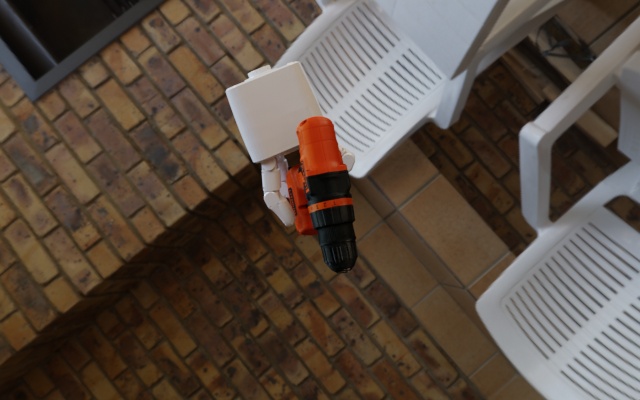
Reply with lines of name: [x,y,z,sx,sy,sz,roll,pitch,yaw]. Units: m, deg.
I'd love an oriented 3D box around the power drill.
power drill: [0.000,0.002,0.621,0.057,0.184,0.188,-8,-7,-11]
